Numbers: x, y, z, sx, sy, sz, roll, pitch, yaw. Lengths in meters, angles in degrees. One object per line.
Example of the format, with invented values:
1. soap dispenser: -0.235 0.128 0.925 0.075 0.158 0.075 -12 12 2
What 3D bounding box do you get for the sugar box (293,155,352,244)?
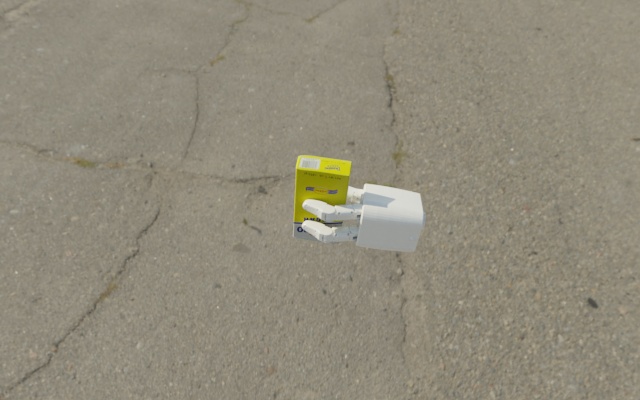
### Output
1. sugar box: 0.000 0.003 0.859 0.093 0.176 0.048 8 42 4
